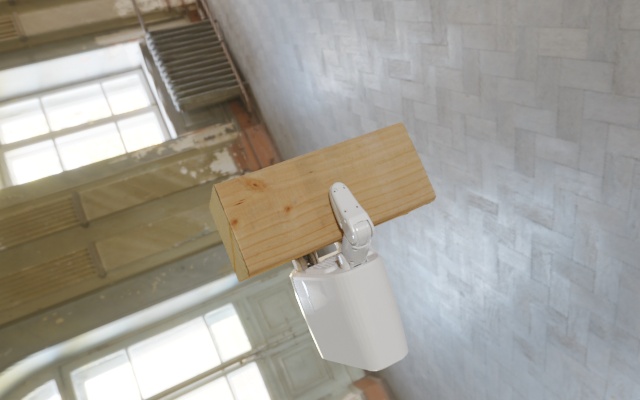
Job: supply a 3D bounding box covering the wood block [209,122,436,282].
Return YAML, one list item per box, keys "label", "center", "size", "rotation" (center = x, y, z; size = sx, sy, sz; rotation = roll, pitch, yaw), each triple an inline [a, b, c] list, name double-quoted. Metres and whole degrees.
- label: "wood block"
  center: [0.000, 0.002, 0.497]
  size: [0.206, 0.090, 0.091]
  rotation: [-21, -7, -19]
